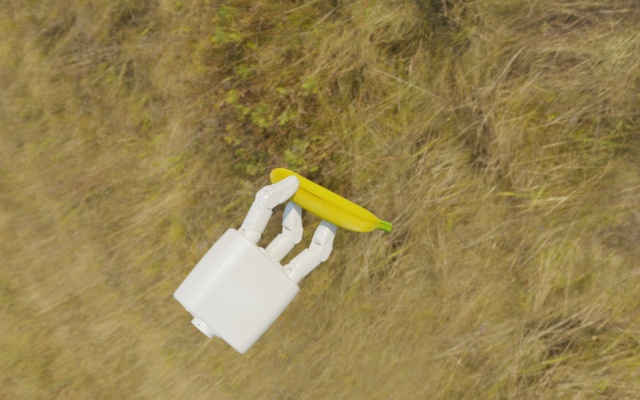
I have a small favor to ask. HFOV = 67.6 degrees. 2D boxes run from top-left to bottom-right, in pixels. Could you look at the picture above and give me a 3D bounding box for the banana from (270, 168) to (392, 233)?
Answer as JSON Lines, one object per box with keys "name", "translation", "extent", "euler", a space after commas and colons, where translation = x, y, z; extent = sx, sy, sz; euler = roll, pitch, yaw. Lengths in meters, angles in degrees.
{"name": "banana", "translation": [-0.004, -0.001, 0.629], "extent": [0.197, 0.037, 0.070], "euler": [28, 0, 26]}
